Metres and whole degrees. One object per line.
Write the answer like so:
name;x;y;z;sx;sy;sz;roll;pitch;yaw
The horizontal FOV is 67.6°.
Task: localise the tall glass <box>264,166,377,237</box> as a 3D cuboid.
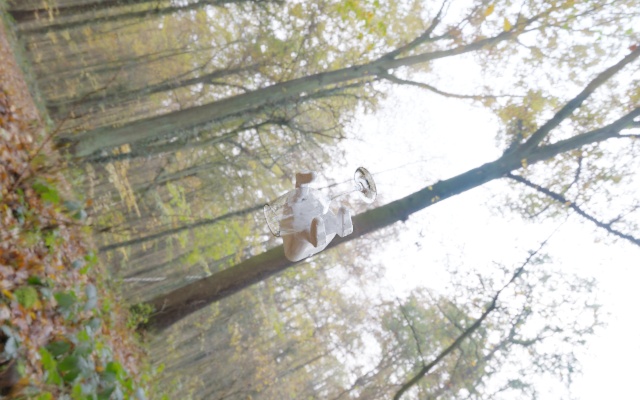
tall glass;0.001;0.002;0.864;0.201;0.079;0.079;-21;9;-25
